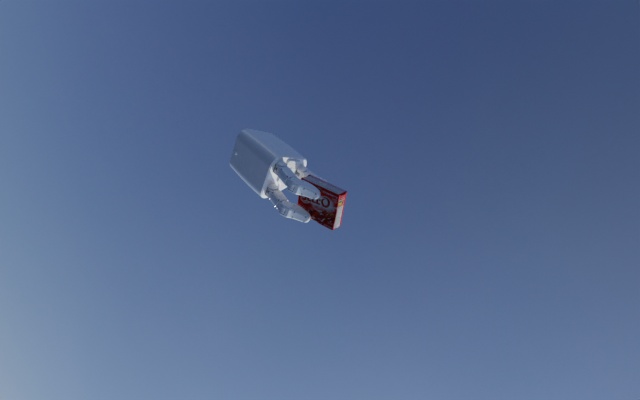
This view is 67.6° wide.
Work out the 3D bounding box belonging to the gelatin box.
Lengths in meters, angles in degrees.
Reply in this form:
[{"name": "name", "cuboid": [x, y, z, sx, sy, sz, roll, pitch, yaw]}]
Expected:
[{"name": "gelatin box", "cuboid": [0.001, 0.003, 0.874, 0.089, 0.073, 0.030, 26, 30, 28]}]
